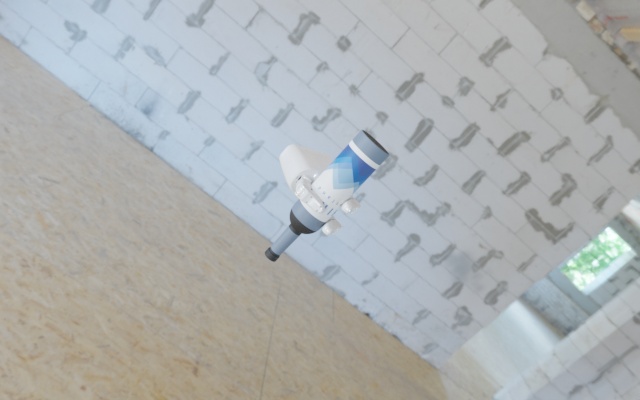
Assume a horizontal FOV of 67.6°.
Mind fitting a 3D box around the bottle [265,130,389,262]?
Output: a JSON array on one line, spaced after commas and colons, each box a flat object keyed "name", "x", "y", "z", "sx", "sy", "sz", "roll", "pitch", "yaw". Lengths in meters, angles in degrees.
[{"name": "bottle", "x": 0.000, "y": 0.003, "z": 0.870, "sx": 0.069, "sy": 0.296, "sz": 0.069, "roll": 39, "pitch": 16, "yaw": -13}]
